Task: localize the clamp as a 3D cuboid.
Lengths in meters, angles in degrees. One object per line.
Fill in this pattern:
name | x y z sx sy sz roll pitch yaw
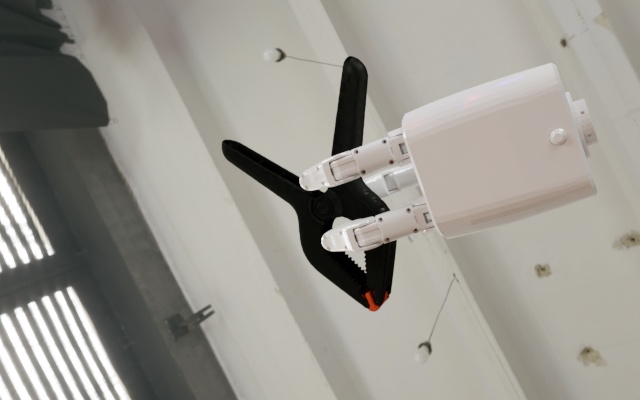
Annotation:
clamp | 0.001 0.002 0.432 0.164 0.210 0.036 -18 4 32
